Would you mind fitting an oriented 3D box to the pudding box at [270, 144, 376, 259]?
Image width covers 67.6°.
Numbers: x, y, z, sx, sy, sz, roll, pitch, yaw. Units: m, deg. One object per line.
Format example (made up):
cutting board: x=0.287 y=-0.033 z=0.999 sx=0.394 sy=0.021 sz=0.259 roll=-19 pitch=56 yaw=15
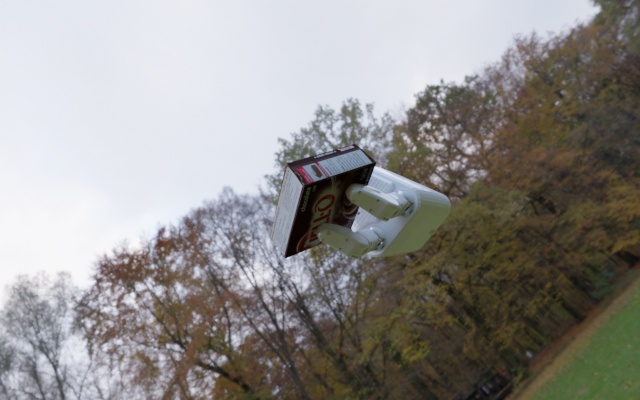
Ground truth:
pudding box: x=0.000 y=0.002 z=0.499 sx=0.090 sy=0.114 sz=0.039 roll=-20 pitch=53 yaw=-32
